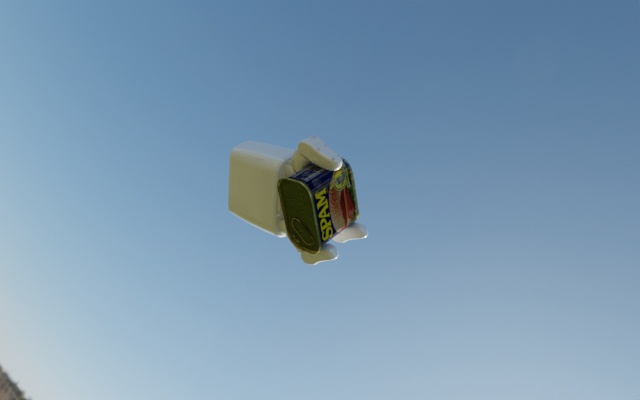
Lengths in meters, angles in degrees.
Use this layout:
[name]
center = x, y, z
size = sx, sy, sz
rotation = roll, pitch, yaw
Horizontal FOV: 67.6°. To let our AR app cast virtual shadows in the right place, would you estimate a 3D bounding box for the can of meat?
[can of meat]
center = 0.000, 0.002, 0.605
size = 0.057, 0.102, 0.084
rotation = 17, 38, 40
